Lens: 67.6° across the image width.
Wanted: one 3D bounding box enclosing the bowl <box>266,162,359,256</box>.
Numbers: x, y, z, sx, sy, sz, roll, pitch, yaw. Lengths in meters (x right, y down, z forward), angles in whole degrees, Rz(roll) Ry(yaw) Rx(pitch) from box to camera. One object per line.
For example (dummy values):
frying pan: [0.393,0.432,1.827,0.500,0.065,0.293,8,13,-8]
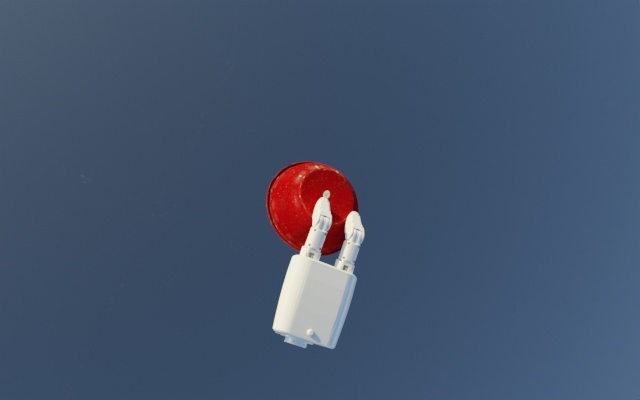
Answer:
bowl: [0.000,0.001,0.749,0.162,0.162,0.055,0,-21,-25]
